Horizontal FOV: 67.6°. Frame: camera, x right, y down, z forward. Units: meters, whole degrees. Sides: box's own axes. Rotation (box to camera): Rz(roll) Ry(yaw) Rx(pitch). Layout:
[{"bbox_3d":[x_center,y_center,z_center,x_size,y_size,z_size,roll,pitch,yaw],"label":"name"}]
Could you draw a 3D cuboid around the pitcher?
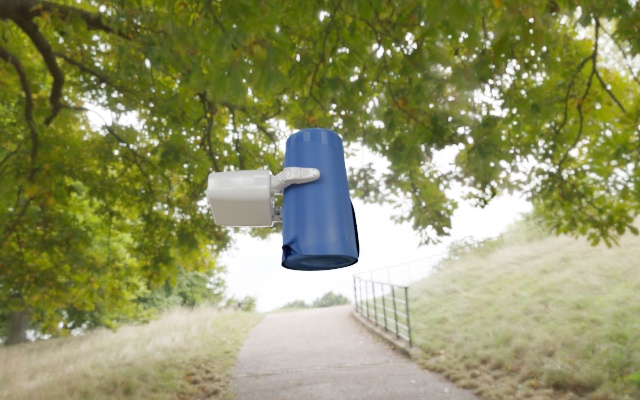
[{"bbox_3d":[0.000,0.003,0.855,0.145,0.242,0.149,-2,-20,-2],"label":"pitcher"}]
